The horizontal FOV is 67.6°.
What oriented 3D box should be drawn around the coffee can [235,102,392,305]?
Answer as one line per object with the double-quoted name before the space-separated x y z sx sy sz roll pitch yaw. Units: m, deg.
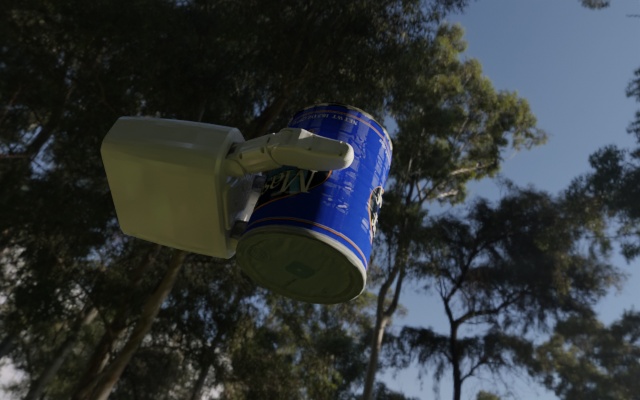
"coffee can" 0.000 0.001 0.406 0.103 0.140 0.103 11 -37 8
